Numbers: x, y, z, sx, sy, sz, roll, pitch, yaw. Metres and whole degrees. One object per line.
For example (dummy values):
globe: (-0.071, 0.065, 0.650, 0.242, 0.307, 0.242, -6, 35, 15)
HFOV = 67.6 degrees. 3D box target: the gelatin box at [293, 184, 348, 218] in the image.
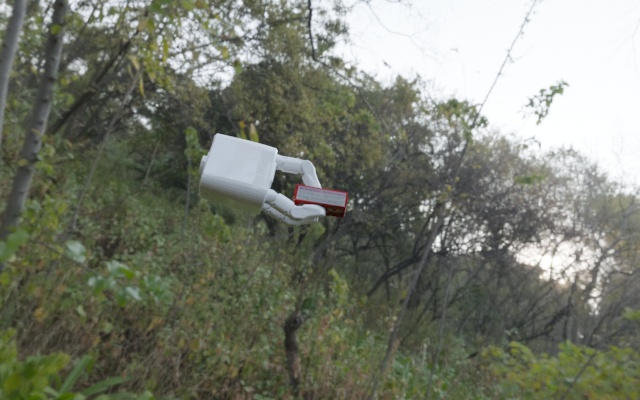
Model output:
gelatin box: (0.001, 0.002, 0.813, 0.089, 0.030, 0.073, 9, -15, 2)
